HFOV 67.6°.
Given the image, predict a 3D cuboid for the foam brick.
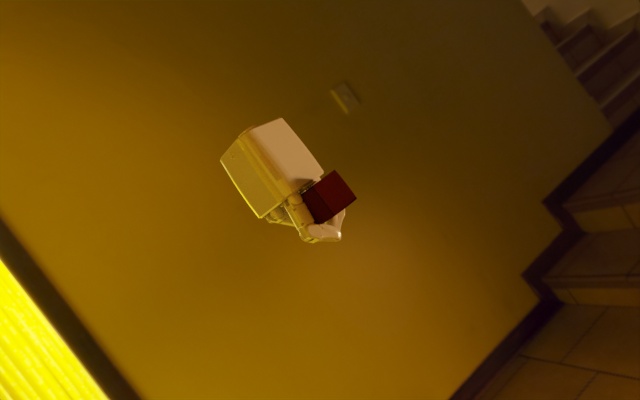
[{"bbox_3d":[0.000,0.002,0.669,0.053,0.051,0.078,-36,1,-40],"label":"foam brick"}]
